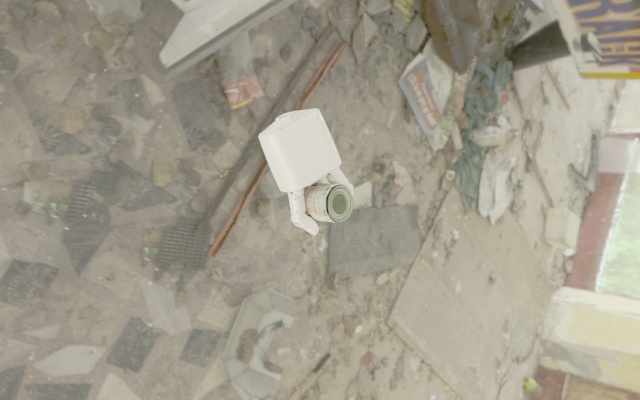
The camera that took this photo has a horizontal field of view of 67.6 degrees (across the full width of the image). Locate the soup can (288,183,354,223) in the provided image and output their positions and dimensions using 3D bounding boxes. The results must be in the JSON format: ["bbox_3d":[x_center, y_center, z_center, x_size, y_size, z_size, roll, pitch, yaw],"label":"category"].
[{"bbox_3d":[0.000,0.003,0.849,0.068,0.068,0.102,0,3,-44],"label":"soup can"}]
